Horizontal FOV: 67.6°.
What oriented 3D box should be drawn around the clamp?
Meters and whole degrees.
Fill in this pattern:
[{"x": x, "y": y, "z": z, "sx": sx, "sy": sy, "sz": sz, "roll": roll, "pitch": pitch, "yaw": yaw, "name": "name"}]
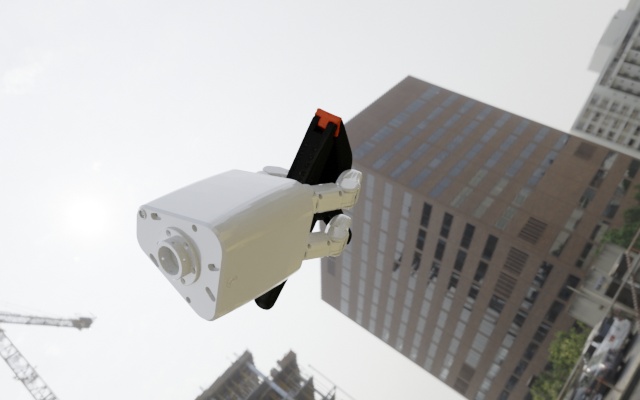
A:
[{"x": -0.001, "y": 0.001, "z": 0.510, "sx": 0.036, "sy": 0.210, "sz": 0.164, "roll": 28, "pitch": 32, "yaw": 25, "name": "clamp"}]
